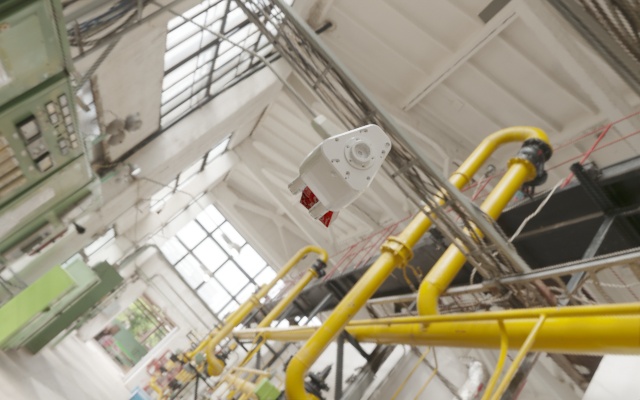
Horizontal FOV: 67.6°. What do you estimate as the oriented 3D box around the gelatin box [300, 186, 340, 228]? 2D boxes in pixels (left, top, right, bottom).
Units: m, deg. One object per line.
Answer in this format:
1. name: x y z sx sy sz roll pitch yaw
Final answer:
1. gelatin box: 0.000 0.003 0.861 0.030 0.073 0.089 -44 -11 -21
